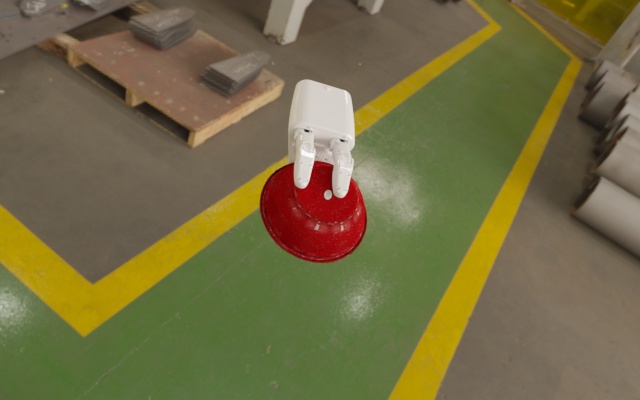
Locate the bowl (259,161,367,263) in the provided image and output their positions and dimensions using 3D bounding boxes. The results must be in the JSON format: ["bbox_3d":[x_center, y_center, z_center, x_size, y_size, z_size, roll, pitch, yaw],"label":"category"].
[{"bbox_3d":[0.000,0.003,0.661,0.162,0.162,0.055,0,-26,-21],"label":"bowl"}]
